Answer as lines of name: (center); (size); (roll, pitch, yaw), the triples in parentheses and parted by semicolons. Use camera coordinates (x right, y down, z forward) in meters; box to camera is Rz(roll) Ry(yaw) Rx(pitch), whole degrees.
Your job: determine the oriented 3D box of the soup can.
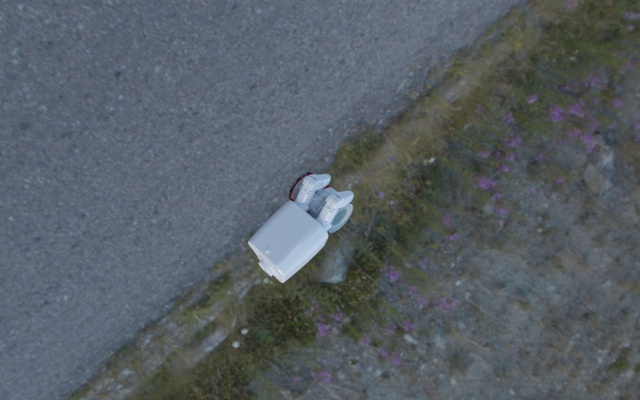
soup can: (0.001, 0.003, 0.872); (0.102, 0.068, 0.068); (39, 18, 25)
